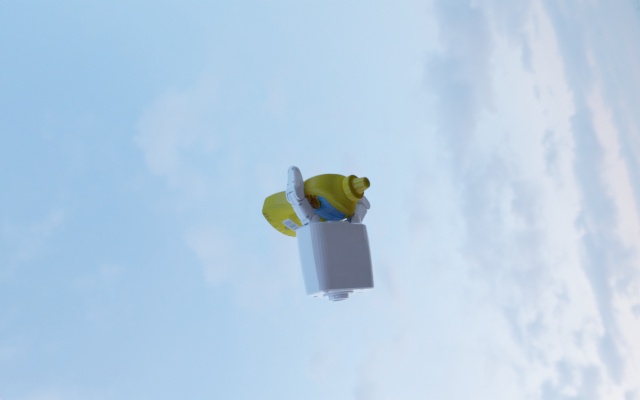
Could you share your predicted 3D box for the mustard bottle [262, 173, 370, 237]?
[{"bbox_3d":[0.000,0.002,0.777,0.192,0.058,0.096,-23,-48,37],"label":"mustard bottle"}]
